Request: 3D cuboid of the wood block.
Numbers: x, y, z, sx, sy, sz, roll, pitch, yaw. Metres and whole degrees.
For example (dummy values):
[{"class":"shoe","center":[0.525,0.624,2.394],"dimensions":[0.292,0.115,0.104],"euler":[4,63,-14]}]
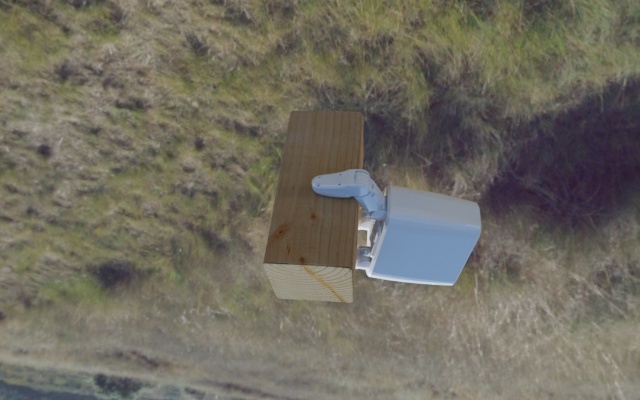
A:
[{"class":"wood block","center":[0.000,0.002,0.554],"dimensions":[0.090,0.206,0.091],"euler":[2,-33,7]}]
